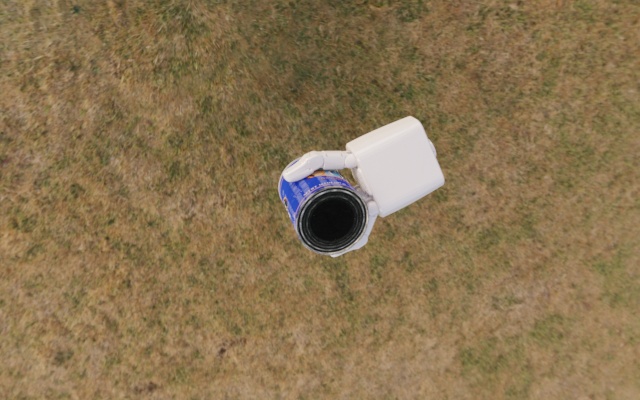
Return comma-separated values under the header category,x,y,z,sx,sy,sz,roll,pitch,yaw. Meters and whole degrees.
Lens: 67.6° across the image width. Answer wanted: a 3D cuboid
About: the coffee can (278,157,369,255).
category,x,y,z,sx,sy,sz,roll,pitch,yaw
coffee can,0.000,0.002,0.702,0.103,0.103,0.140,0,22,-15
